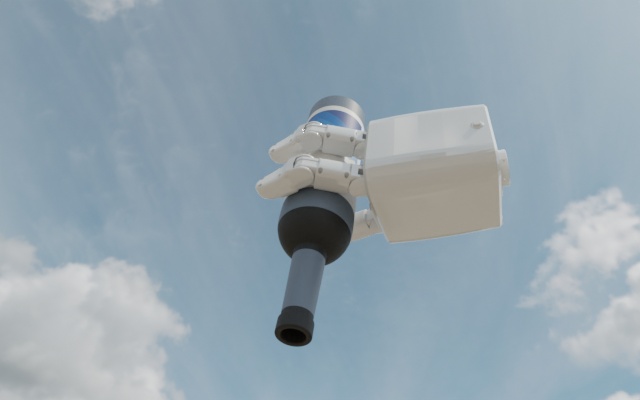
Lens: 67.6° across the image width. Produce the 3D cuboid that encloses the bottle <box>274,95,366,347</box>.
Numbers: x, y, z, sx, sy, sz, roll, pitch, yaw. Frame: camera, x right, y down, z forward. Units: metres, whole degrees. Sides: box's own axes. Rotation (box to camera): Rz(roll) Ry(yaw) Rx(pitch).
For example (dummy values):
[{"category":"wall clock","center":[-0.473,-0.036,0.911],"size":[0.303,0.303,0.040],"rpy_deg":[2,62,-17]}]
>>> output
[{"category":"bottle","center":[0.000,0.001,0.449],"size":[0.069,0.069,0.295],"rpy_deg":[0,40,10]}]
